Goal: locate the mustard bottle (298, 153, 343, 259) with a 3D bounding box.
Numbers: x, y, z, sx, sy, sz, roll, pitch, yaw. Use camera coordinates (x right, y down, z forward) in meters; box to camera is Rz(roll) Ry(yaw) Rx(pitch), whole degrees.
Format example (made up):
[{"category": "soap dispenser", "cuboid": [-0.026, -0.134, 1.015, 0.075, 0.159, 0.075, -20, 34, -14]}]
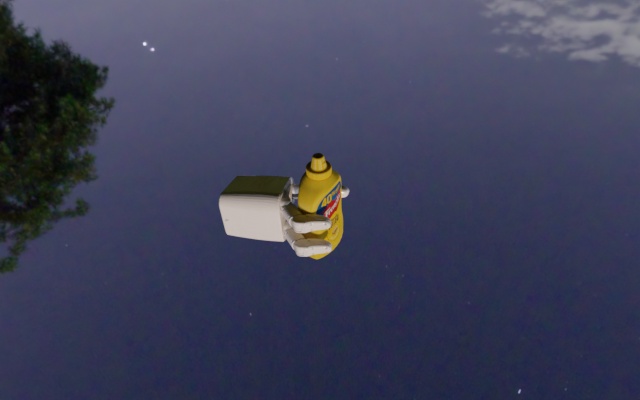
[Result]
[{"category": "mustard bottle", "cuboid": [0.000, 0.003, 0.801, 0.058, 0.192, 0.096, 22, 47, 27]}]
